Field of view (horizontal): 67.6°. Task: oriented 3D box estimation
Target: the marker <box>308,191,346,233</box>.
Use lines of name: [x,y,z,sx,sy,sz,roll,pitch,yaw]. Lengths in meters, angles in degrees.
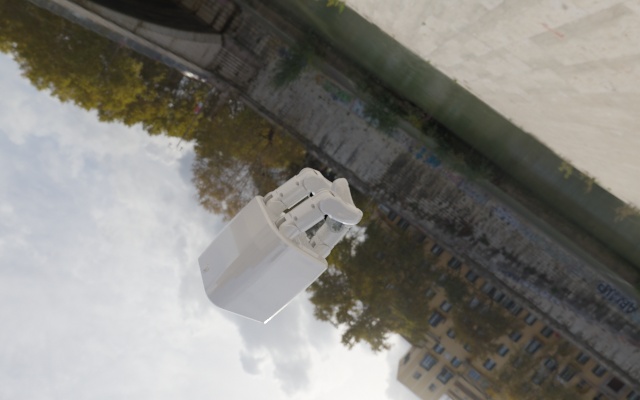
marker: [0.000,0.002,0.578,0.020,0.020,0.121,0,27,-21]
